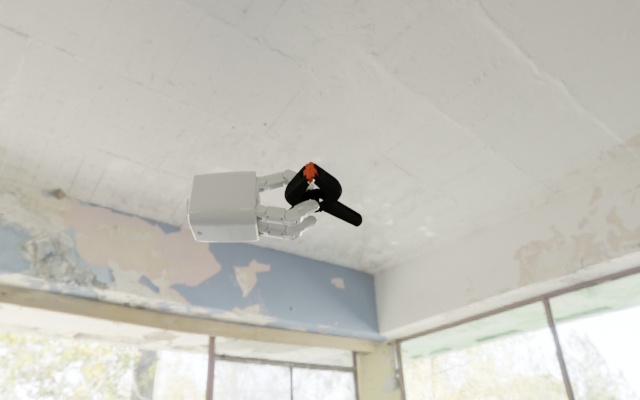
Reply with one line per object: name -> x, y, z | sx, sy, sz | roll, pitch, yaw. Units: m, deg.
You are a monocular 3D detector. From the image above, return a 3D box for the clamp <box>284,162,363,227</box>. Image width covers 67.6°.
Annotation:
clamp -> 0.000, 0.002, 0.813 | 0.164, 0.036, 0.210 | -4, -29, -6
